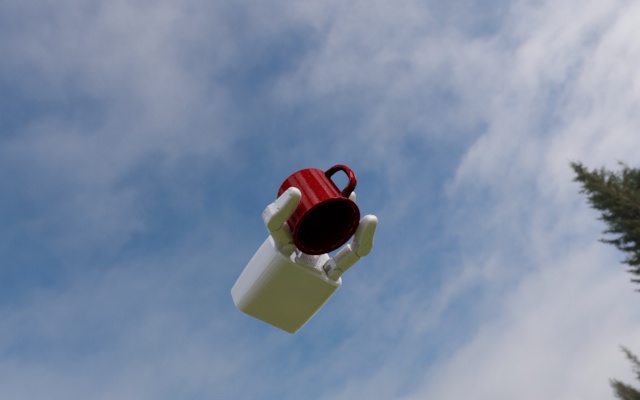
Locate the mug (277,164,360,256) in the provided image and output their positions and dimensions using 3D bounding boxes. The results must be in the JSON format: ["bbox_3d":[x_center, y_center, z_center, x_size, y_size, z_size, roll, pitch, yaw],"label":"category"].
[{"bbox_3d":[0.001,0.001,0.622,0.093,0.117,0.081,25,21,-41],"label":"mug"}]
